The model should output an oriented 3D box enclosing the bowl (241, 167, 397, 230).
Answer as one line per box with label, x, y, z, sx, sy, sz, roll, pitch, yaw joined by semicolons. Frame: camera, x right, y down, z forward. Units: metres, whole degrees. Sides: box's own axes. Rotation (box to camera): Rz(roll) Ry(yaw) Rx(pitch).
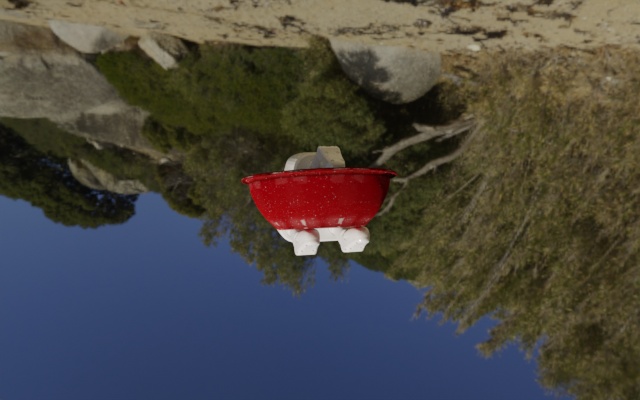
bowl;0.000;0.002;0.497;0.162;0.055;0.162;-3;-3;0
